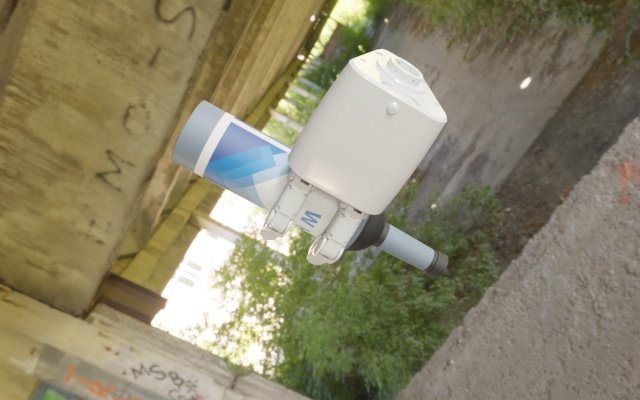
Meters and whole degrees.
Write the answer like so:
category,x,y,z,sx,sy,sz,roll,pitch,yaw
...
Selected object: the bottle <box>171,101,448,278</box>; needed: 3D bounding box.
category,x,y,z,sx,sy,sz,roll,pitch,yaw
bottle,0.000,0.002,0.484,0.296,0.069,0.069,28,-5,-9
